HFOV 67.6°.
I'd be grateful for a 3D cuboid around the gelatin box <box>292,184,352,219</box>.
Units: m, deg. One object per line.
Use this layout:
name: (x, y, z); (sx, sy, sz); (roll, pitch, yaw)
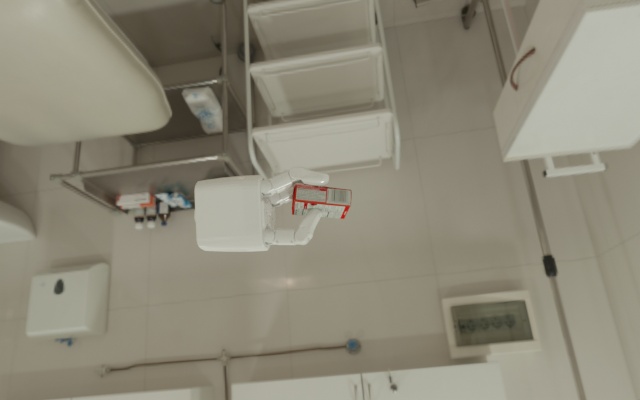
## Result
gelatin box: (0.000, 0.003, 0.748); (0.089, 0.030, 0.073); (6, -18, -3)
